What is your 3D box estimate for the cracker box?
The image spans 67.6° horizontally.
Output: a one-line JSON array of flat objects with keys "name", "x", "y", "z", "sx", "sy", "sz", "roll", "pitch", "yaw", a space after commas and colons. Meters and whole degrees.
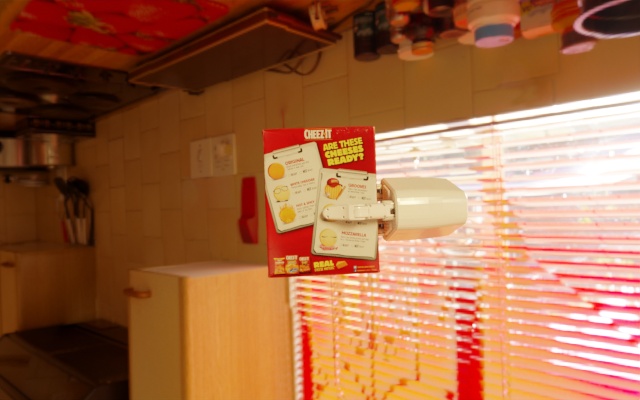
[{"name": "cracker box", "x": 0.000, "y": 0.003, "z": 0.712, "sx": 0.164, "sy": 0.213, "sz": 0.072, "roll": -2, "pitch": 0, "yaw": -5}]
